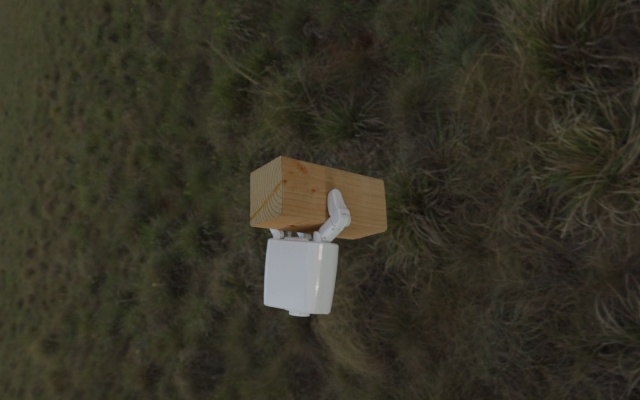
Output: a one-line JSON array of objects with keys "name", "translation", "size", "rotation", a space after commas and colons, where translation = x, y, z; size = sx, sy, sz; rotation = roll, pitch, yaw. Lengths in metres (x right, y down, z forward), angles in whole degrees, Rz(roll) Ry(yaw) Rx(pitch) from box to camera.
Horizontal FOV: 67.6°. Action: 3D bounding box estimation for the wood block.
[{"name": "wood block", "translation": [0.000, 0.003, 0.764], "size": [0.206, 0.090, 0.091], "rotation": [10, -20, -37]}]
